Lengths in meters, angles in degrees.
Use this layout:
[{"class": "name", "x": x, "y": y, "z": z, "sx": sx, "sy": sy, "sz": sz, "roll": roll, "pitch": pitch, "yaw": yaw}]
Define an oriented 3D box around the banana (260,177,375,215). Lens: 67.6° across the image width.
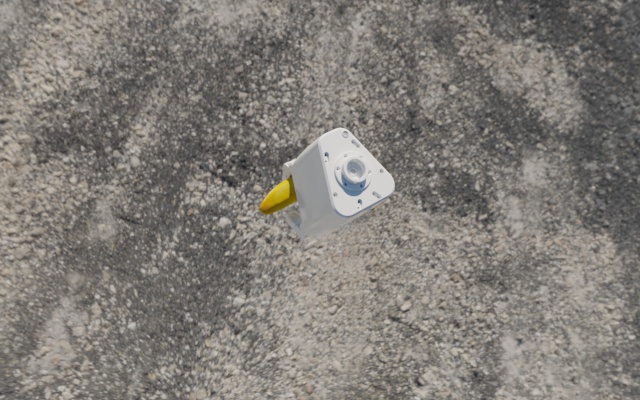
[{"class": "banana", "x": 0.002, "y": -0.016, "z": 0.727, "sx": 0.198, "sy": 0.069, "sz": 0.037, "roll": -1, "pitch": -3, "yaw": -25}]
